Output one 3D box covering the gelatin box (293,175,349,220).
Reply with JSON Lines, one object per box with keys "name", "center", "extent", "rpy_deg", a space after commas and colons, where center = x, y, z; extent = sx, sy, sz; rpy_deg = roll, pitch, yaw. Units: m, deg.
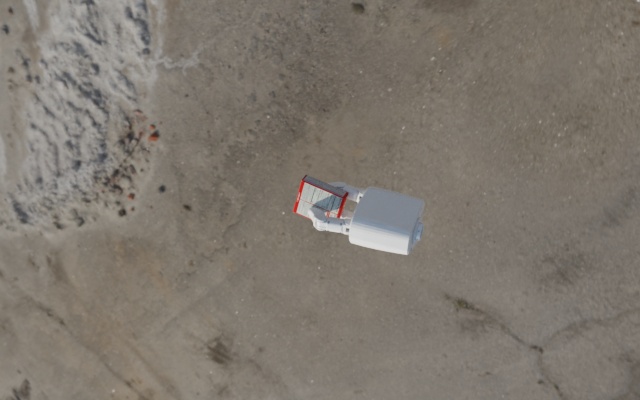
{"name": "gelatin box", "center": [0.000, 0.003, 0.890], "extent": [0.089, 0.073, 0.030], "rpy_deg": [22, 32, 9]}
